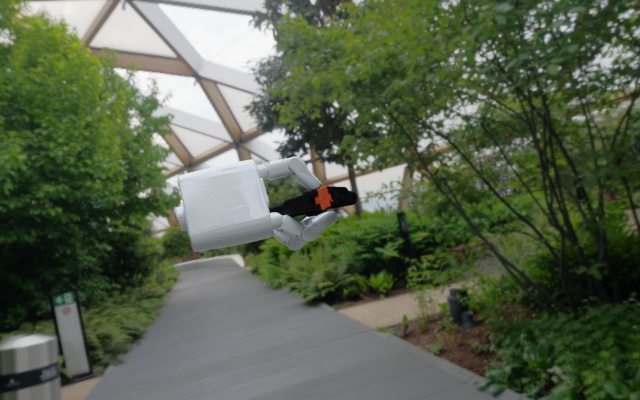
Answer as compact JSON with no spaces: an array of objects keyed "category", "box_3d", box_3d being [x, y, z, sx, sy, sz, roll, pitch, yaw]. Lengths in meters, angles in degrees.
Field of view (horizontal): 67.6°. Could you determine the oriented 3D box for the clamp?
[{"category":"clamp","box_3d":[0.000,0.001,0.695,0.164,0.036,0.210,-13,-2,-15]}]
